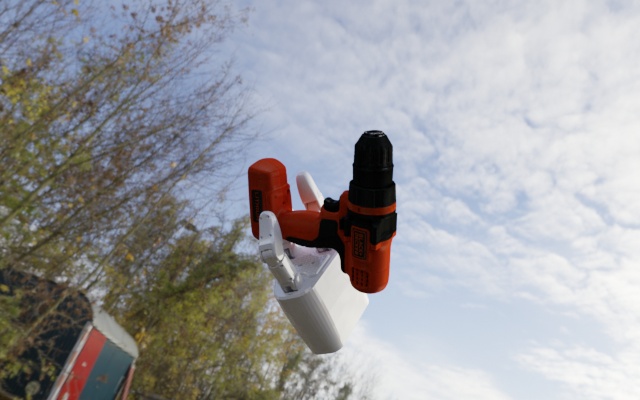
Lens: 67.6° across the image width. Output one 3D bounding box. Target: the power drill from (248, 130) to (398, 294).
[{"bbox_3d":[0.000,0.002,0.551,0.187,0.184,0.057,15,24,35],"label":"power drill"}]
